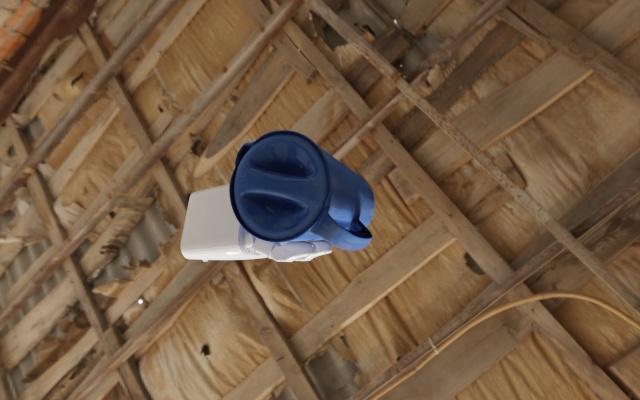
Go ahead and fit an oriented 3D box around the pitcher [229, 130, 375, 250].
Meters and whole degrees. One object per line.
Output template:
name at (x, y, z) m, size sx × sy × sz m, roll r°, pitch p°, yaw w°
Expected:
pitcher at (0.000, 0.002, 0.660) m, size 0.145 × 0.149 × 0.243 m, roll -9°, pitch -10°, yaw 22°
